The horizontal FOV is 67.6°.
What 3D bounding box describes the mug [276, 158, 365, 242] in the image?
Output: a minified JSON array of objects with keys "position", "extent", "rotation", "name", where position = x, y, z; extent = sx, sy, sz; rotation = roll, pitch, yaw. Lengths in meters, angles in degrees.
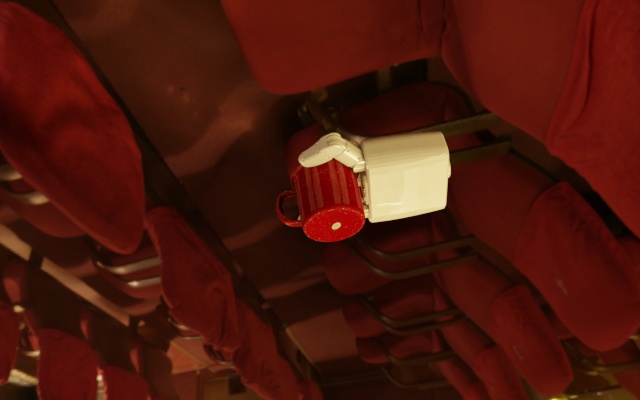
[{"position":[-0.001,0.002,0.619],"extent":[0.117,0.081,0.093],"rotation":[-10,-35,0],"name":"mug"}]
